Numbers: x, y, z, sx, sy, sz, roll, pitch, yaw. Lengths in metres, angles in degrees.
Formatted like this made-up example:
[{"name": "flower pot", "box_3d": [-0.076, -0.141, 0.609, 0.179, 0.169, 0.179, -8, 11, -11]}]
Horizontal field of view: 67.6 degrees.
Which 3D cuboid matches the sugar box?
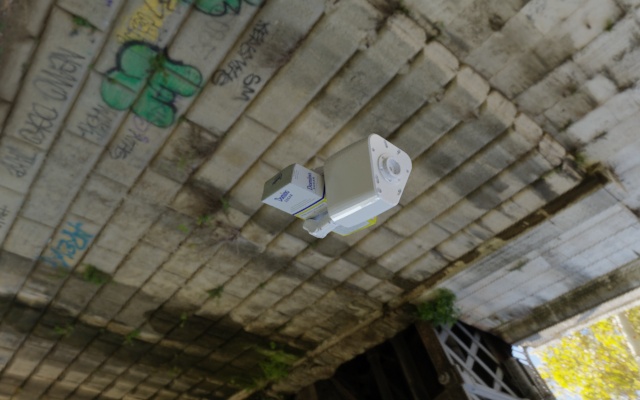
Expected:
[{"name": "sugar box", "box_3d": [0.000, 0.002, 0.801, 0.176, 0.048, 0.093, 27, -34, -28]}]
